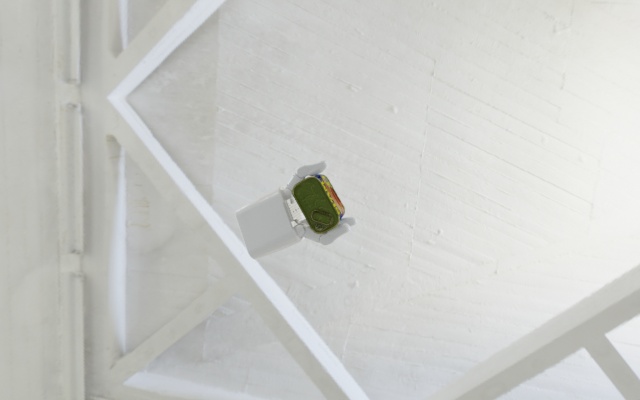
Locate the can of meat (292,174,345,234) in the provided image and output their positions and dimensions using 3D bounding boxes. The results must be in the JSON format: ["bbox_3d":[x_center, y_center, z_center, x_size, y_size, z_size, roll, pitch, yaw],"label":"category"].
[{"bbox_3d":[0.000,0.003,0.880,0.057,0.102,0.084,-28,2,15],"label":"can of meat"}]
